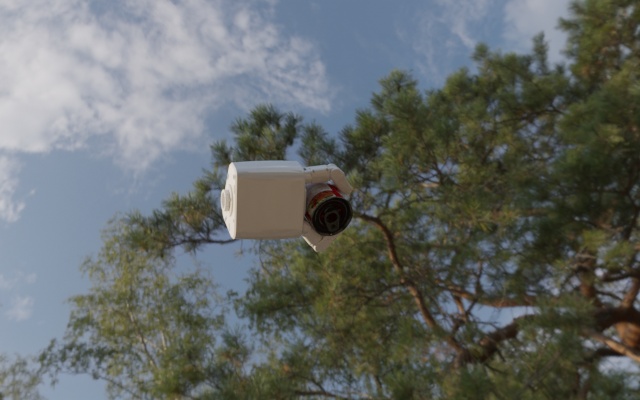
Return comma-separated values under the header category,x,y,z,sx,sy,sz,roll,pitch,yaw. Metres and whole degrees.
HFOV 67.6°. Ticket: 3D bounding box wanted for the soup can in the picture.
category,x,y,z,sx,sy,sz,roll,pitch,yaw
soup can,0.000,0.002,0.763,0.068,0.068,0.102,0,27,-24
